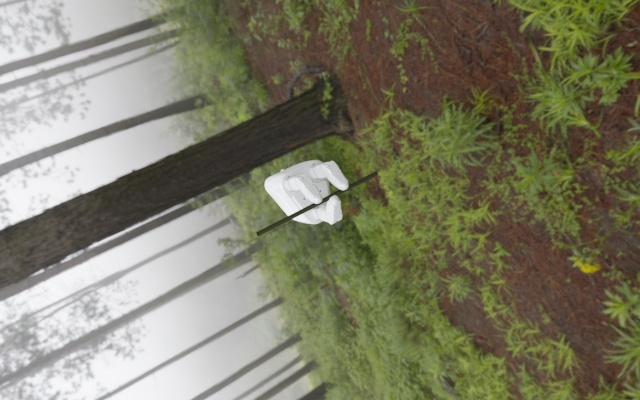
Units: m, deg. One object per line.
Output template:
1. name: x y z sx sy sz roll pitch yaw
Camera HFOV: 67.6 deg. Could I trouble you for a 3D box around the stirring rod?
1. stirring rod: 0.000 0.003 0.797 0.239 0.011 0.011 -27 11 -22
